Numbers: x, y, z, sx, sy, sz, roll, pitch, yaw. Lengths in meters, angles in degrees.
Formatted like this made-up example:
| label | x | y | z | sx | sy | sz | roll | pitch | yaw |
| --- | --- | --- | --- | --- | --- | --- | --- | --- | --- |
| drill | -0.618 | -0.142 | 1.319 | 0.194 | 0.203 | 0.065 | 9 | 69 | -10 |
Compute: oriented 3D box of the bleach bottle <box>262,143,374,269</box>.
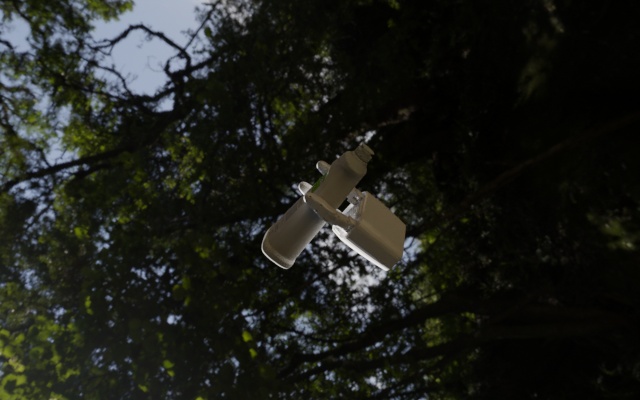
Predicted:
| label | x | y | z | sx | sy | sz | roll | pitch | yaw |
| --- | --- | --- | --- | --- | --- | --- | --- | --- | --- |
| bleach bottle | 0.000 | 0.003 | 0.842 | 0.068 | 0.251 | 0.102 | 38 | 19 | -13 |
